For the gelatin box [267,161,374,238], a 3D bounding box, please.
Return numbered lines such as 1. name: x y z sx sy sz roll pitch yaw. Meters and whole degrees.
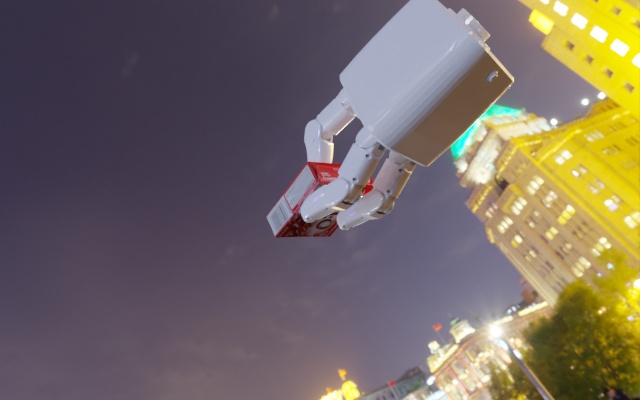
1. gelatin box: 0.000 0.001 0.474 0.073 0.030 0.089 2 -40 -40
